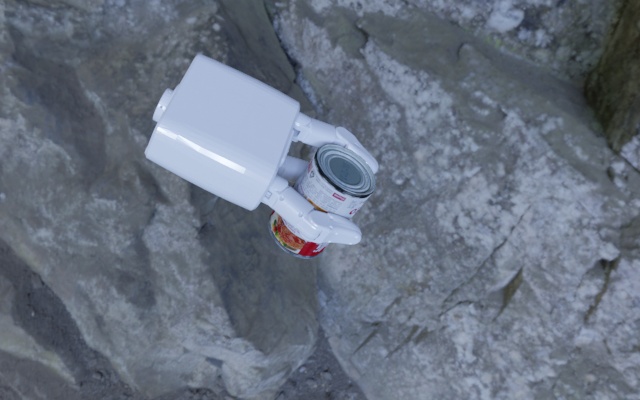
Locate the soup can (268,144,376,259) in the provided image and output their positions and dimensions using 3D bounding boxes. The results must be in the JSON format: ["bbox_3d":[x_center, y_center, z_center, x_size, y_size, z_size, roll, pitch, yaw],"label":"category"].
[{"bbox_3d":[0.001,0.002,0.475,0.068,0.068,0.102,0,-39,-39],"label":"soup can"}]
